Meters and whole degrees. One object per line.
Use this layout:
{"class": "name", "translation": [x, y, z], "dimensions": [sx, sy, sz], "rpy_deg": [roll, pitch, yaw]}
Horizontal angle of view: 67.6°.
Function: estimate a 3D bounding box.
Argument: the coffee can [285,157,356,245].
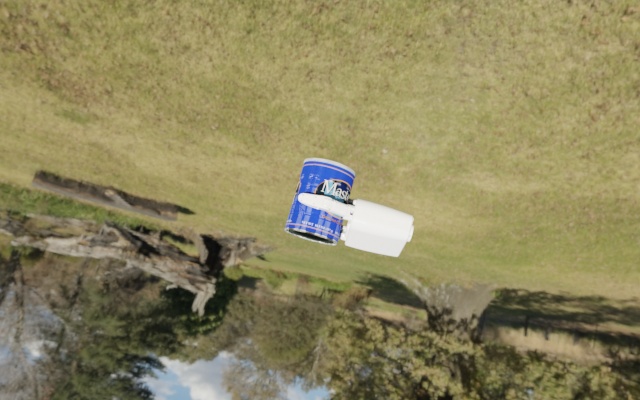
{"class": "coffee can", "translation": [0.000, 0.003, 0.899], "dimensions": [0.103, 0.140, 0.103], "rpy_deg": [15, -11, 3]}
